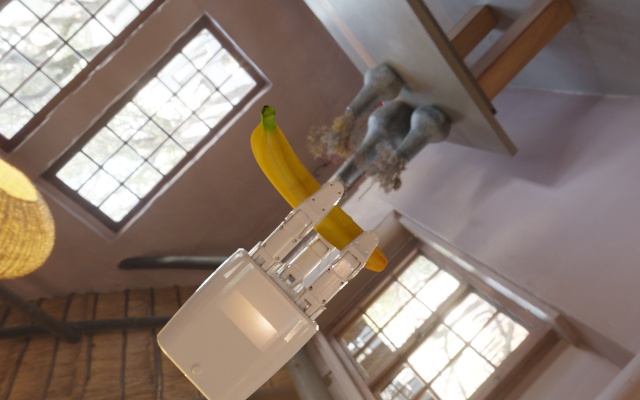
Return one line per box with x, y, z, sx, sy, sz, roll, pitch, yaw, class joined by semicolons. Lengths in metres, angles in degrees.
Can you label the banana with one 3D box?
-0.009;-0.003;0.466;0.037;0.198;0.069;-44;20;-11;banana
